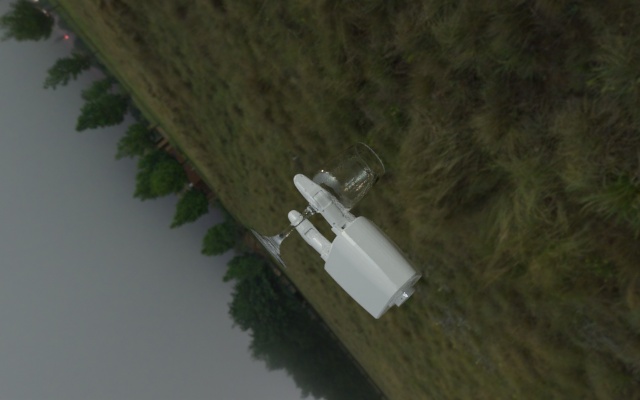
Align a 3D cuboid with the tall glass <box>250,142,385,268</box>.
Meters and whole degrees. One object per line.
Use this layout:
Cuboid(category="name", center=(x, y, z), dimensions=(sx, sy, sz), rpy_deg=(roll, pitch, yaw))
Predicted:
Cuboid(category="tall glass", center=(-0.001, 0.003, 0.685), dimensions=(0.201, 0.079, 0.079), rpy_deg=(-42, 9, -11))
